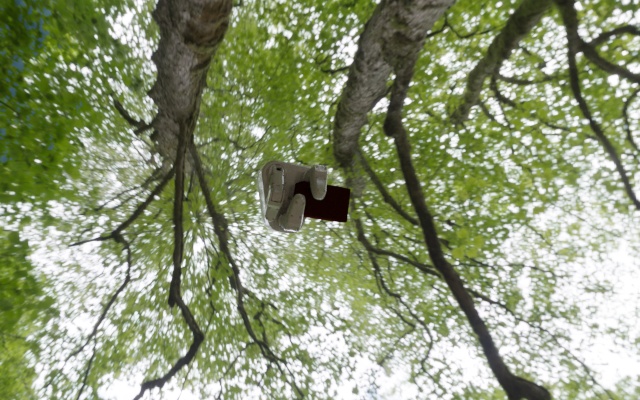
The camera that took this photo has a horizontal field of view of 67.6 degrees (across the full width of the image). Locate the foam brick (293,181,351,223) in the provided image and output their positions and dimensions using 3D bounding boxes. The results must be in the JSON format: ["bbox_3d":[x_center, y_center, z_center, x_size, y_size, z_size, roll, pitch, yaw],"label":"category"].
[{"bbox_3d":[0.000,0.003,0.730,0.078,0.053,0.051,10,-5,-14],"label":"foam brick"}]
